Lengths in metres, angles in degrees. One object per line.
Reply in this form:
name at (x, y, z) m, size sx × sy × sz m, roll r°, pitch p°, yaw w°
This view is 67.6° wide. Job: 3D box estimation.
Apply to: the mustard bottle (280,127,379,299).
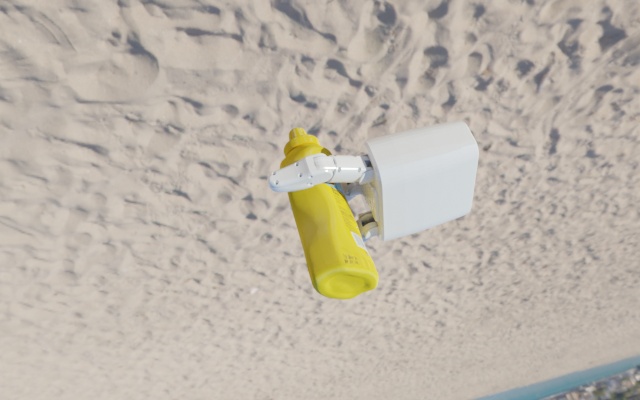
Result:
mustard bottle at (0.000, 0.002, 0.494) m, size 0.058 × 0.191 × 0.096 m, roll -27°, pitch -30°, yaw 16°
